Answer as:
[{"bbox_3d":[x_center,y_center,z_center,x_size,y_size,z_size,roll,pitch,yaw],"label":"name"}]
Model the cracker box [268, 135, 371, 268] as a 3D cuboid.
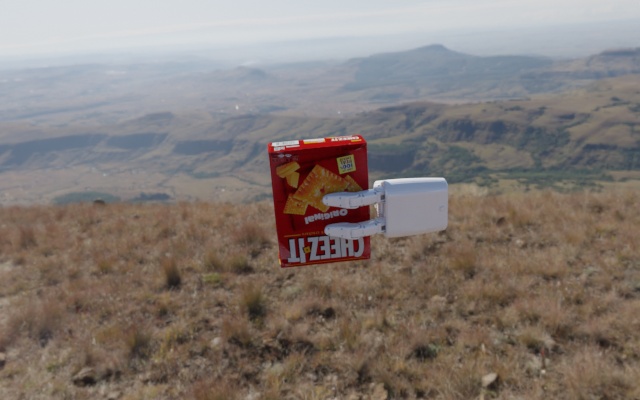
[{"bbox_3d":[0.000,0.002,0.827,0.164,0.214,0.072,-5,19,-3],"label":"cracker box"}]
